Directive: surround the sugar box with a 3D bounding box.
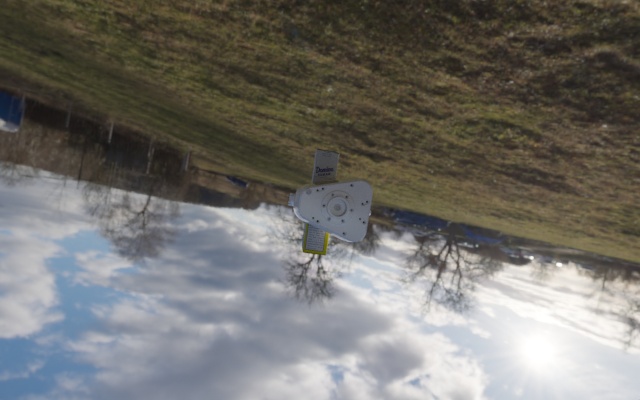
[{"bbox_3d":[0.001,0.003,0.838,0.048,0.176,0.093,10,0,-3],"label":"sugar box"}]
